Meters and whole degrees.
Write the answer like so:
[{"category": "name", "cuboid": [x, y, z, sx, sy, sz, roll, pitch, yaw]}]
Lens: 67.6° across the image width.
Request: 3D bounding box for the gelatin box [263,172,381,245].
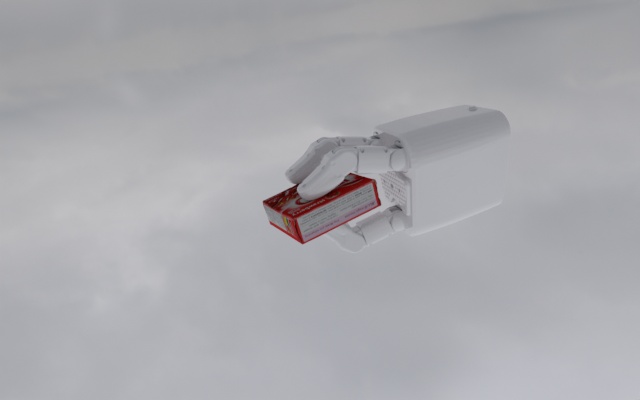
[{"category": "gelatin box", "cuboid": [0.000, 0.002, 0.450, 0.089, 0.030, 0.073, -26, 23, -21]}]
